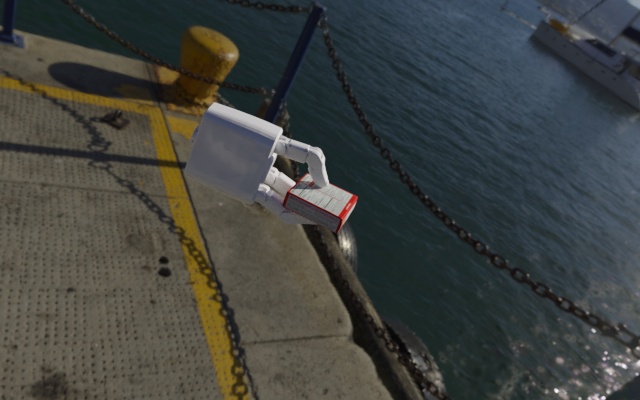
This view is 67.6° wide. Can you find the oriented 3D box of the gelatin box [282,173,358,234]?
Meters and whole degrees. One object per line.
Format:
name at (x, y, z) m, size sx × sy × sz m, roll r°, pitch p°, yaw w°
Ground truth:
gelatin box at (0.001, 0.002, 0.689) m, size 0.089 × 0.030 × 0.073 m, roll 25°, pitch 32°, yaw 9°
